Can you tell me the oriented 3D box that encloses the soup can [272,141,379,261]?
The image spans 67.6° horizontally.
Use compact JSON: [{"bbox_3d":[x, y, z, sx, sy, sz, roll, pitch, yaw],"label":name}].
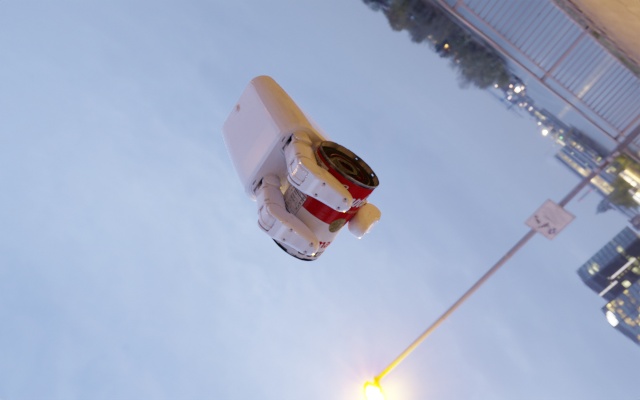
[{"bbox_3d":[0.000,0.002,0.469,0.068,0.102,0.068,31,24,-15],"label":"soup can"}]
